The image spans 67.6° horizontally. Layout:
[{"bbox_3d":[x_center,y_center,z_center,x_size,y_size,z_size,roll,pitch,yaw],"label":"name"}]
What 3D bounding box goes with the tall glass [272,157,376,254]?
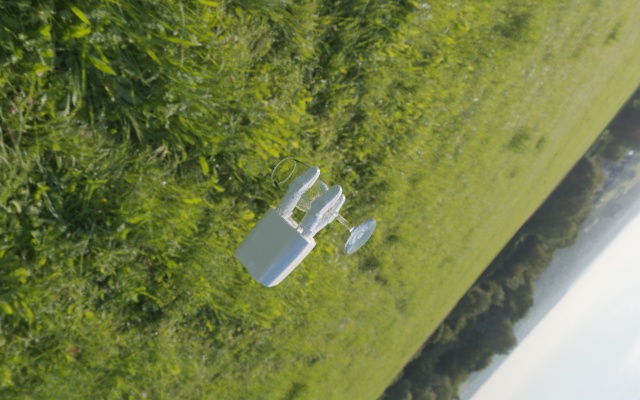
[{"bbox_3d":[0.001,0.003,0.847,0.201,0.079,0.079,41,21,26],"label":"tall glass"}]
